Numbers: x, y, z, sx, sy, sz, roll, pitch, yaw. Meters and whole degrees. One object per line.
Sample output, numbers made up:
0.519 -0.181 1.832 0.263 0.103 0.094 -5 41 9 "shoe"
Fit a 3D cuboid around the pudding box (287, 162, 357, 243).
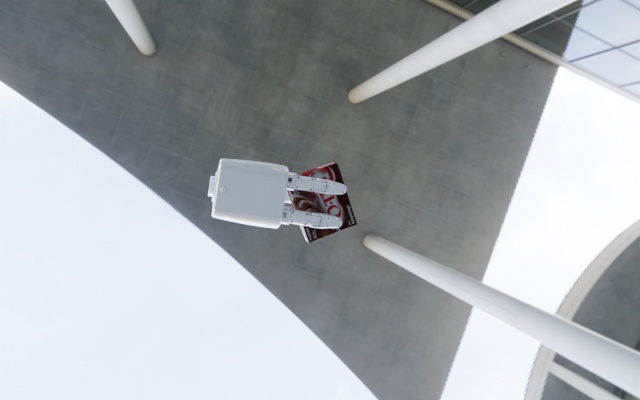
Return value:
0.000 0.003 0.794 0.090 0.113 0.039 -20 10 -13 "pudding box"
